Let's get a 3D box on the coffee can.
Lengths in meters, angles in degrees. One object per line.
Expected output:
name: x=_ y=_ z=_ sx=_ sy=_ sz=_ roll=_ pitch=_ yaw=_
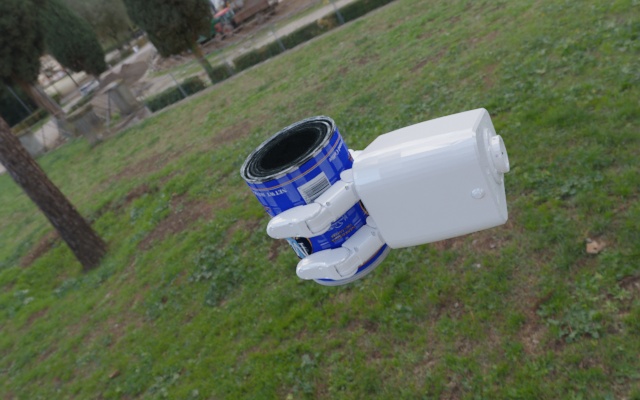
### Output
coffee can: x=0.000 y=0.002 z=0.484 sx=0.103 sy=0.140 sz=0.102 roll=-24 pitch=29 yaw=14
